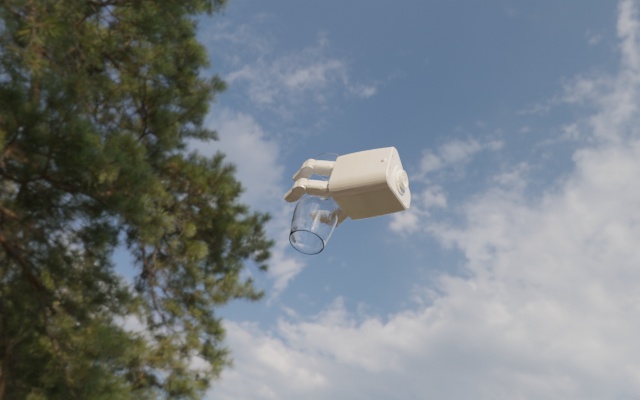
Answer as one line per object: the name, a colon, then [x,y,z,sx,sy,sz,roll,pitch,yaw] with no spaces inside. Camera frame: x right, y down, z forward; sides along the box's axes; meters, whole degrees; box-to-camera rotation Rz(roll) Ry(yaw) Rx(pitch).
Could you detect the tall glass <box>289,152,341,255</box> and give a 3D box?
tall glass: [0.000,0.002,0.868,0.079,0.079,0.201,0,43,19]
